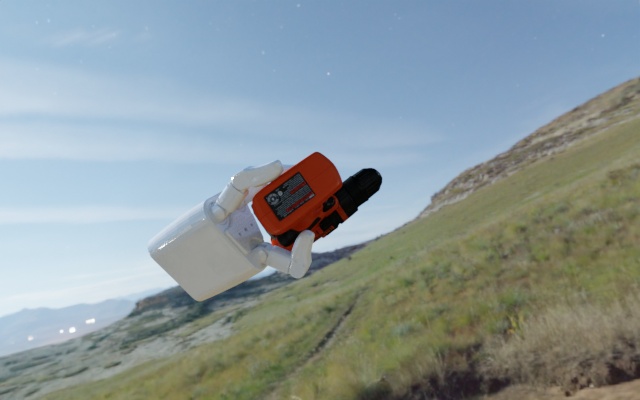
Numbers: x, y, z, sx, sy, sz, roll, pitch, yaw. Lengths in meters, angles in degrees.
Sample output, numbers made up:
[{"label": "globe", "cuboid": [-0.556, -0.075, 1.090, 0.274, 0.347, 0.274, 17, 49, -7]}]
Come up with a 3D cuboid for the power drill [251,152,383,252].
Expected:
[{"label": "power drill", "cuboid": [0.000, 0.002, 0.615, 0.184, 0.057, 0.188, -38, -17, 0]}]
